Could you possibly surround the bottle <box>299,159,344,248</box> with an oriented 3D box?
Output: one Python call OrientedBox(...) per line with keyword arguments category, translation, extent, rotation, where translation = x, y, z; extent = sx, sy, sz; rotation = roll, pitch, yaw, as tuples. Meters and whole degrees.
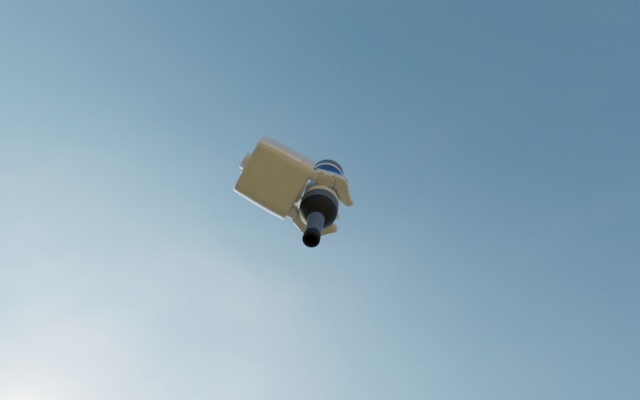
OrientedBox(category="bottle", translation=(0.000, 0.003, 0.851), extent=(0.069, 0.069, 0.295), rotation=(0, 23, 6))
